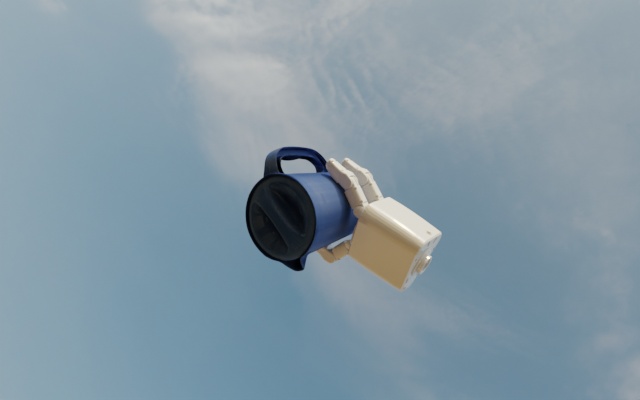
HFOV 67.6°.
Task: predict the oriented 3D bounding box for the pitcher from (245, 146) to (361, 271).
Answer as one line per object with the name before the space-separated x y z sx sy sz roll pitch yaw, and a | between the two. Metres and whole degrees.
pitcher | 0.000 0.003 0.792 0.145 0.149 0.243 35 25 25
